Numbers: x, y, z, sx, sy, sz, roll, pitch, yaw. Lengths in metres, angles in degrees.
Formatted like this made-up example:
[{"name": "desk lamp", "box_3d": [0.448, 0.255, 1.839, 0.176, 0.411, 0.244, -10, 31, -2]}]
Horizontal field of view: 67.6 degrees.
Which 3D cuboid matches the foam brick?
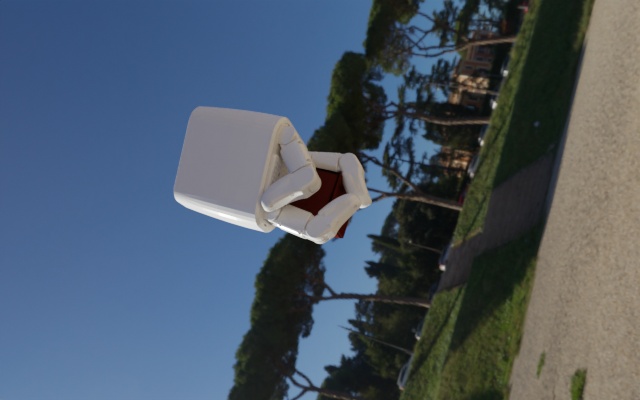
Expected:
[{"name": "foam brick", "box_3d": [0.000, 0.002, 0.520, 0.051, 0.053, 0.078, 13, -16, 20]}]
